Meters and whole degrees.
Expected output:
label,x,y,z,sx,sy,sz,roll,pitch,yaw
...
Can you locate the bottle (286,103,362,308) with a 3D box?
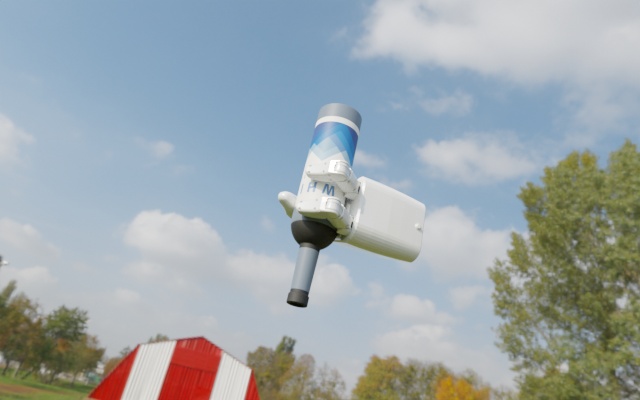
label,x,y,z,sx,sy,sz,roll,pitch,yaw
bottle,0.000,0.002,0.666,0.069,0.295,0.069,11,-25,5
